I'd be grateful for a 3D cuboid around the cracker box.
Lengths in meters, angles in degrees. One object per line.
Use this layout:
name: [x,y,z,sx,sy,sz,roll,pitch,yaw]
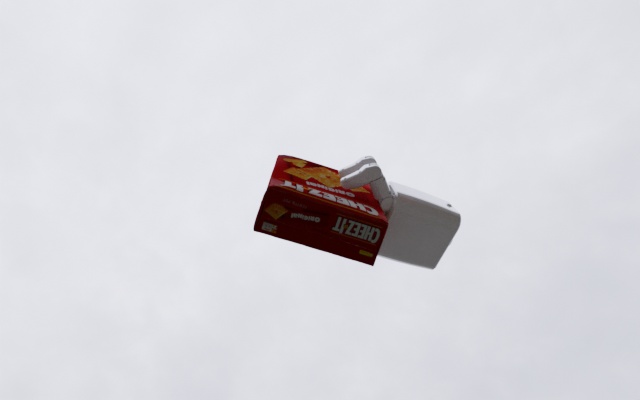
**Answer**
cracker box: [0.000,0.002,0.698,0.164,0.072,0.213,17,15,-6]
